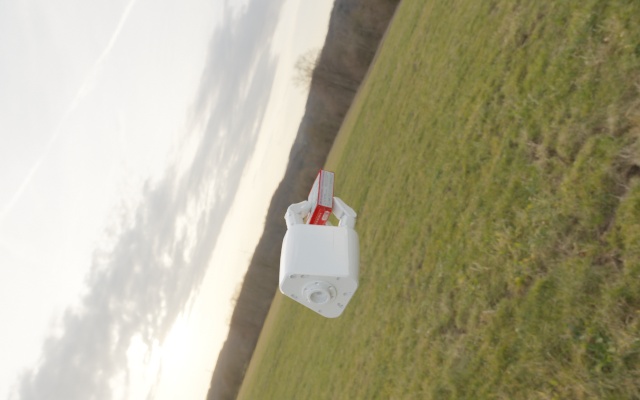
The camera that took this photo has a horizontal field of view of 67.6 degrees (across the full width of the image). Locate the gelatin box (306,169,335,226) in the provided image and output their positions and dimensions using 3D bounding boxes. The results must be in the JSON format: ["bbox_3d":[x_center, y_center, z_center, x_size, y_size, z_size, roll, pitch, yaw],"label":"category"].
[{"bbox_3d":[0.000,0.002,0.826,0.030,0.089,0.073,13,-42,-11],"label":"gelatin box"}]
